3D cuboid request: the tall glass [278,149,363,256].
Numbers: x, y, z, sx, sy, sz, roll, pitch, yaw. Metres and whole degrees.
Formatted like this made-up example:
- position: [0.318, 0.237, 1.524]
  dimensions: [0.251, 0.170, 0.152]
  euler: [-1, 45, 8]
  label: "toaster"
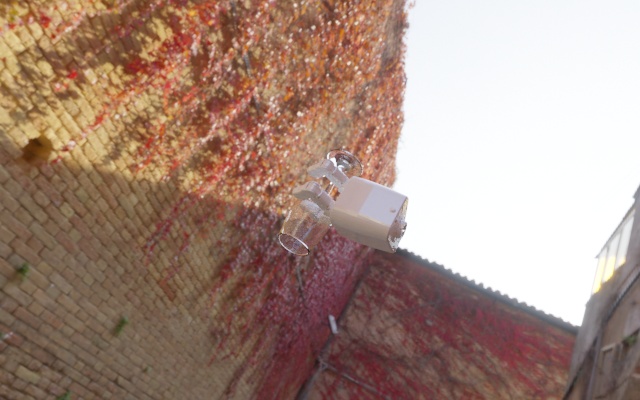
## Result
- position: [0.000, 0.002, 0.858]
  dimensions: [0.079, 0.201, 0.079]
  euler: [24, -30, 15]
  label: "tall glass"
